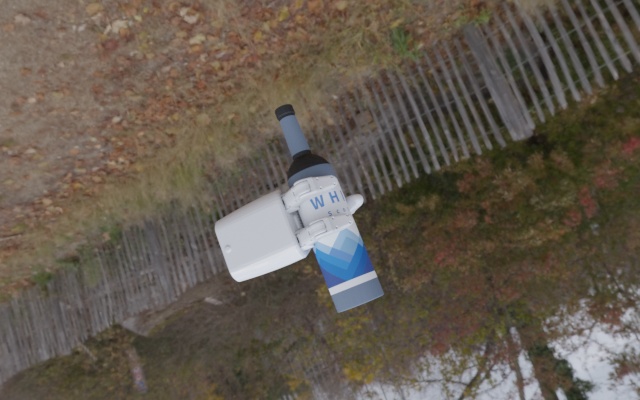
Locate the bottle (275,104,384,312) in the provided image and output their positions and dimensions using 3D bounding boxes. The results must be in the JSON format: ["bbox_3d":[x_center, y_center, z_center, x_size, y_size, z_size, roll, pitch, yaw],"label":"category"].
[{"bbox_3d":[0.000,0.002,0.660,0.069,0.295,0.069,-21,-11,-4],"label":"bottle"}]
